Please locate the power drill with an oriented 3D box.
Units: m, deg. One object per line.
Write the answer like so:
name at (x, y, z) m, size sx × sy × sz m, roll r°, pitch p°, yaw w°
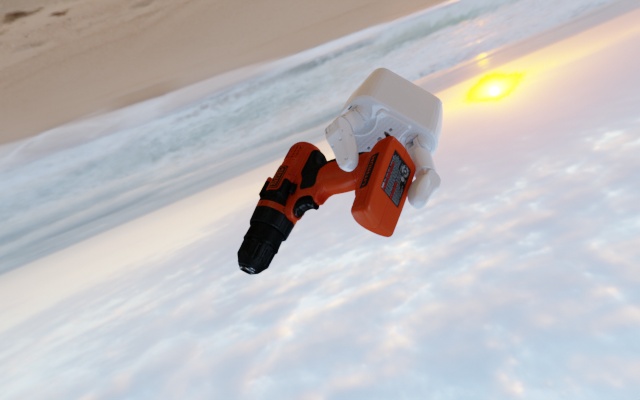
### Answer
power drill at (0.001, 0.002, 0.529) m, size 0.187 × 0.184 × 0.057 m, roll -4°, pitch -37°, yaw 42°
